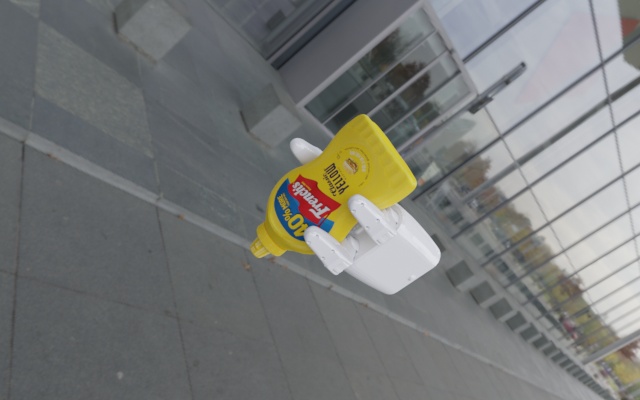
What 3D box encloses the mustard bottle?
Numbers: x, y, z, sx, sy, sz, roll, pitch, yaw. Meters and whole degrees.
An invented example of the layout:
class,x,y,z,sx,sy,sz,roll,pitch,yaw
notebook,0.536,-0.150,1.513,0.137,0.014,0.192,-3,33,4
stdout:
class,x,y,z,sx,sy,sz,roll,pitch,yaw
mustard bottle,0.000,0.001,0.514,0.192,0.096,0.058,-37,-21,15
